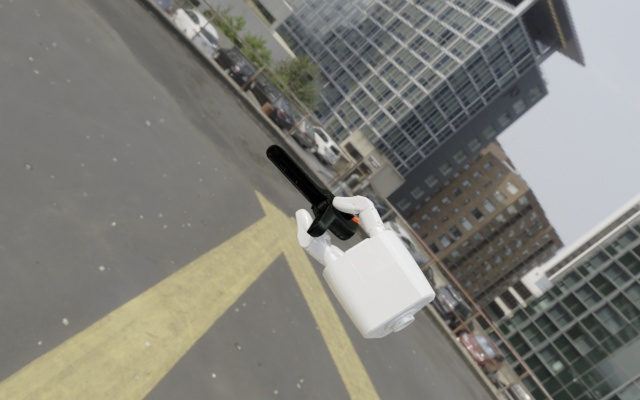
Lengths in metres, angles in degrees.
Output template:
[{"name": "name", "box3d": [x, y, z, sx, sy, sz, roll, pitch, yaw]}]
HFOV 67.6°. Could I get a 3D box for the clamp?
[{"name": "clamp", "box3d": [0.001, 0.002, 0.730, 0.036, 0.164, 0.210, -37, -26, 13]}]
